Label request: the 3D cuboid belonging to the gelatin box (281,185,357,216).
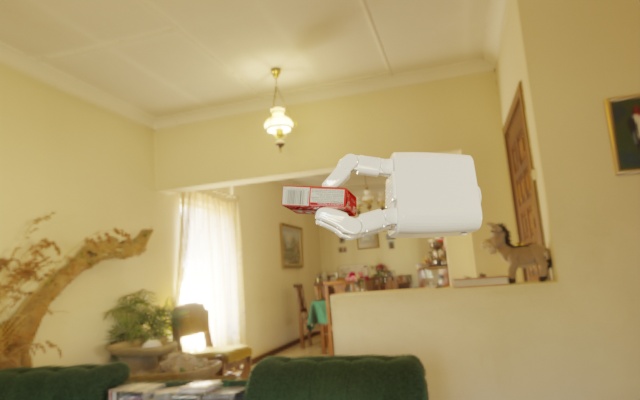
[{"bbox_3d":[0.000,0.002,0.646,0.089,0.030,0.073,3,-9,14],"label":"gelatin box"}]
